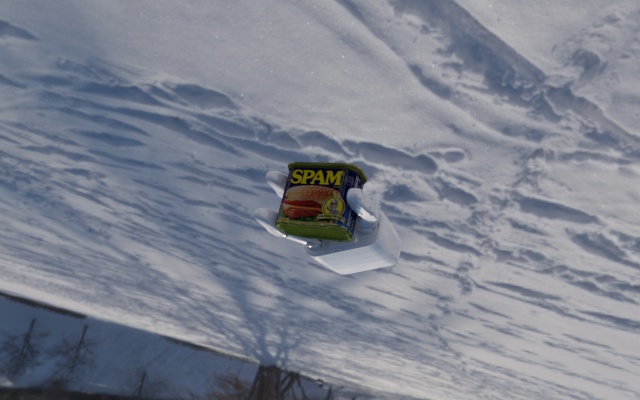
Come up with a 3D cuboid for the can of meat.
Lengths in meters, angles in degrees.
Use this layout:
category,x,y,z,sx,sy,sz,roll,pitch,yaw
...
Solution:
category,x,y,z,sx,sy,sz,roll,pitch,yaw
can of meat,0.000,0.002,0.596,0.102,0.084,0.057,3,-22,24
